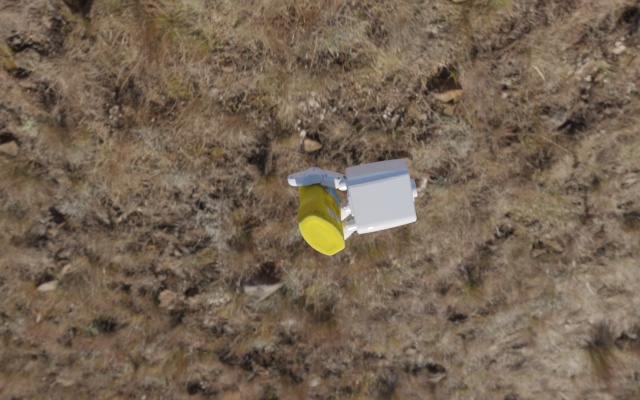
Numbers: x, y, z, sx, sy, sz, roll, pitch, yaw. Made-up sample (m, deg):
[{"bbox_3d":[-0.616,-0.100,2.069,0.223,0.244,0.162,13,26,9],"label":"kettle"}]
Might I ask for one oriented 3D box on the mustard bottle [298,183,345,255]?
[{"bbox_3d":[0.000,0.003,0.851,0.058,0.096,0.191,-33,30,20],"label":"mustard bottle"}]
